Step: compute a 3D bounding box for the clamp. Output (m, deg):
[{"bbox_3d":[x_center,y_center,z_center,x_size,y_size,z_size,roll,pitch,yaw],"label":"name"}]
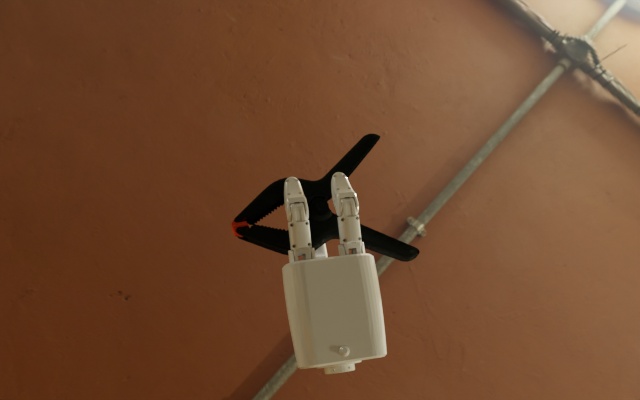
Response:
[{"bbox_3d":[-0.001,0.002,0.562,0.210,0.164,0.036,-6,-20,-9],"label":"clamp"}]
